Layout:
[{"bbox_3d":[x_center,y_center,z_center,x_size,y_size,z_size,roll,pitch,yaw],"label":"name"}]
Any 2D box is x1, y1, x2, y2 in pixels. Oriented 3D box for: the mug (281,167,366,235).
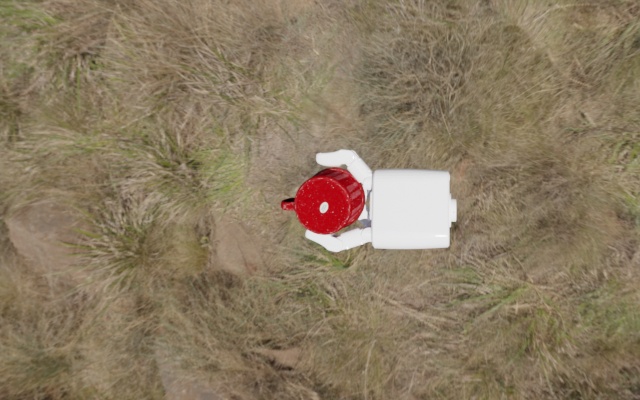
[{"bbox_3d":[-0.001,0.002,0.678,0.117,0.093,0.081,0,8,14],"label":"mug"}]
